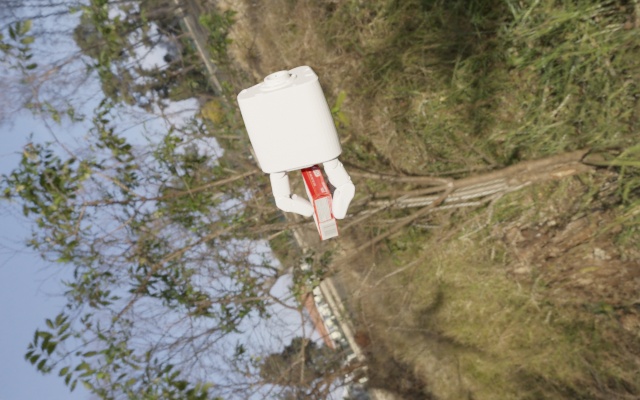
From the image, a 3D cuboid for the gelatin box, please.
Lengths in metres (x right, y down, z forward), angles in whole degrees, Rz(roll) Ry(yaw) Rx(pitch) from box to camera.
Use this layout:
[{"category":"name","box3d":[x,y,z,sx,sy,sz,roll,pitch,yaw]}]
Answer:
[{"category":"gelatin box","box3d":[0.000,0.003,0.713,0.030,0.089,0.073,-17,42,-5]}]
